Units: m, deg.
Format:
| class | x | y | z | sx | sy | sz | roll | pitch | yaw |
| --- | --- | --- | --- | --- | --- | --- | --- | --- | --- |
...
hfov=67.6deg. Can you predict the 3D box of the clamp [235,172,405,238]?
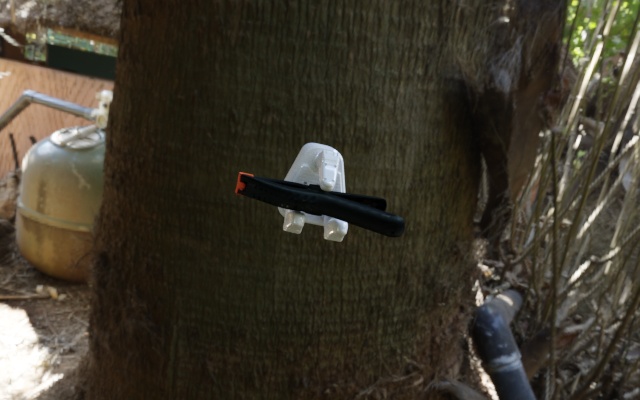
| class | x | y | z | sx | sy | sz | roll | pitch | yaw |
| --- | --- | --- | --- | --- | --- | --- | --- | --- | --- |
| clamp | 0.000 | 0.001 | 0.591 | 0.210 | 0.036 | 0.164 | 11 | 7 | -8 |
